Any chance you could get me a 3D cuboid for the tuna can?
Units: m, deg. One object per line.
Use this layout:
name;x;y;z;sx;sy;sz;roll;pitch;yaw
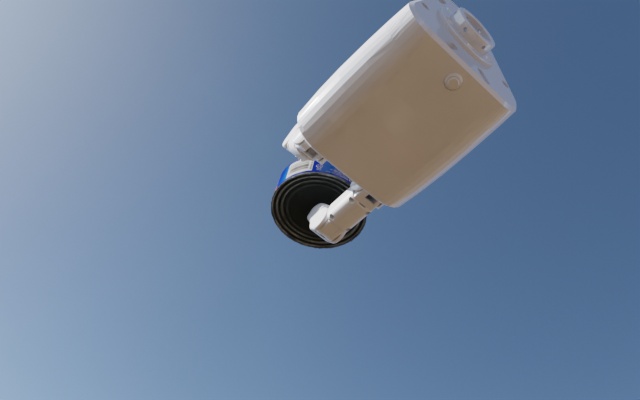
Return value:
tuna can;0.000;0.001;0.435;0.086;0.086;0.033;0;38;9
